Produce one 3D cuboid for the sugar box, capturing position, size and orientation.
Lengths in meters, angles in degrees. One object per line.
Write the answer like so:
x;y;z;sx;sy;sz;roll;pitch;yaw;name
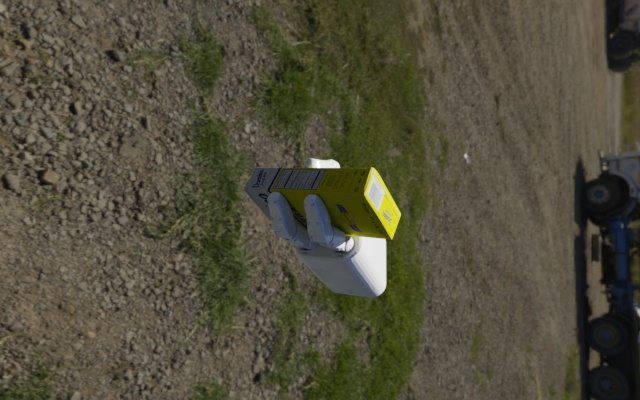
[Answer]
0.000;0.002;0.593;0.176;0.048;0.093;0;-38;33;sugar box
